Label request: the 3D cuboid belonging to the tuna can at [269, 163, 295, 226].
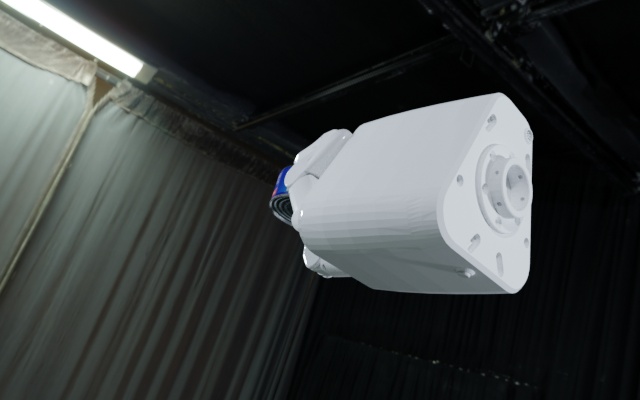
[{"bbox_3d":[0.000,0.001,0.423,0.086,0.033,0.086,14,-22,6],"label":"tuna can"}]
